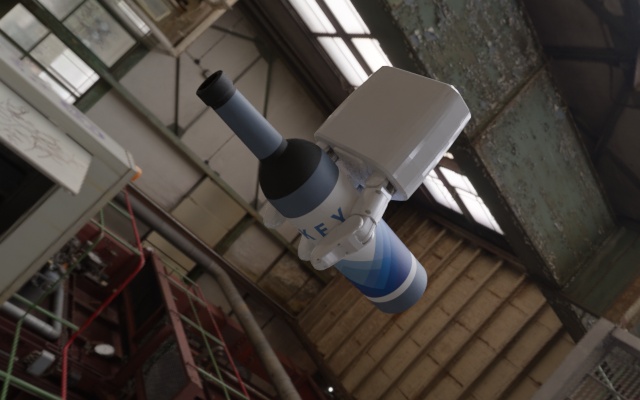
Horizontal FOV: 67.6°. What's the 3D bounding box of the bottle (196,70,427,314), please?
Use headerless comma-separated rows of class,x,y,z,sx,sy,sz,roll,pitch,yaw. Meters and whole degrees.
bottle,0.000,0.002,0.441,0.069,0.069,0.296,0,-39,48
